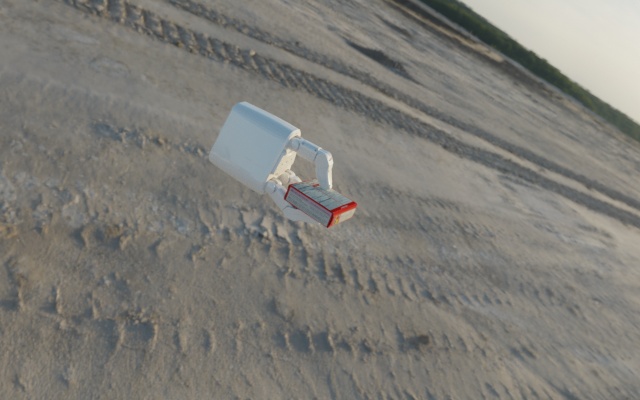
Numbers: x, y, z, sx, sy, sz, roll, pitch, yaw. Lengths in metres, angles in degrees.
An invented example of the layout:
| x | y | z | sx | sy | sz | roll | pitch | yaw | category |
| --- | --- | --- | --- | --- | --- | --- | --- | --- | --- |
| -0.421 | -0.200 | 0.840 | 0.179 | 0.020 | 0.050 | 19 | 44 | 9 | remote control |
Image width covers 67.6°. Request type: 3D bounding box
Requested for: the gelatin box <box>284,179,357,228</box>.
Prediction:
| x | y | z | sx | sy | sz | roll | pitch | yaw | category |
| --- | --- | --- | --- | --- | --- | --- | --- | --- | --- |
| 0.001 | 0.002 | 0.732 | 0.089 | 0.030 | 0.073 | 32 | 26 | 24 | gelatin box |
